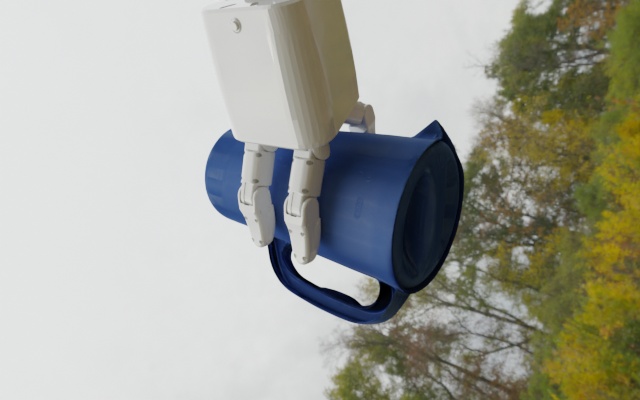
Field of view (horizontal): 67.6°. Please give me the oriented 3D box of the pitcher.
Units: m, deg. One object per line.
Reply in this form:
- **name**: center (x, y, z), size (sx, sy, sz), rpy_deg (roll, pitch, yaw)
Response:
- **pitcher**: center (0.000, 0.001, 0.463), size (0.243, 0.145, 0.149), rpy_deg (14, 41, 36)
